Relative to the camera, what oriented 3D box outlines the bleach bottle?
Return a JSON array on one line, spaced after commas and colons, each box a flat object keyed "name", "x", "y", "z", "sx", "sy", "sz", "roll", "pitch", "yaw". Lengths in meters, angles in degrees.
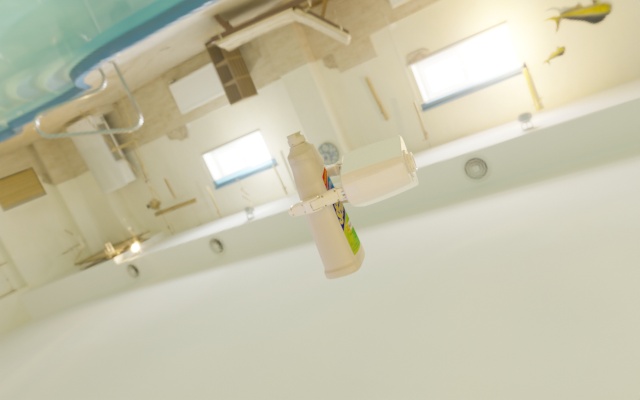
[{"name": "bleach bottle", "x": 0.000, "y": 0.003, "z": 0.825, "sx": 0.068, "sy": 0.251, "sz": 0.102, "roll": -19, "pitch": 11, "yaw": 19}]
